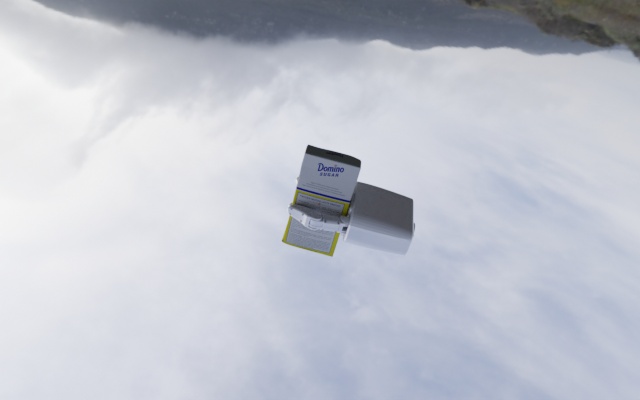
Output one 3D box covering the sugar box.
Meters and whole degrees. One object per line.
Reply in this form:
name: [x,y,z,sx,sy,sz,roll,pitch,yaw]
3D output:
sugar box: [0.000,0.002,0.793,0.093,0.176,0.048,15,26,-2]
